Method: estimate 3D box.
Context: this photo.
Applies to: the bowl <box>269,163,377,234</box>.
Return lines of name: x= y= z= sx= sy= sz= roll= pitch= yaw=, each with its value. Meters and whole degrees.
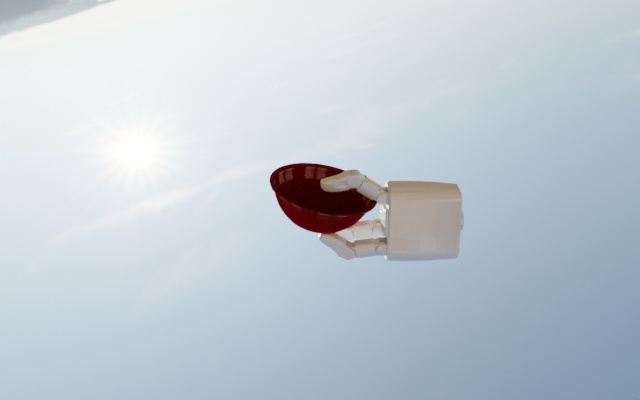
bowl: x=-0.001 y=0.002 z=0.713 sx=0.162 sy=0.055 sz=0.162 roll=10 pitch=28 yaw=-5
